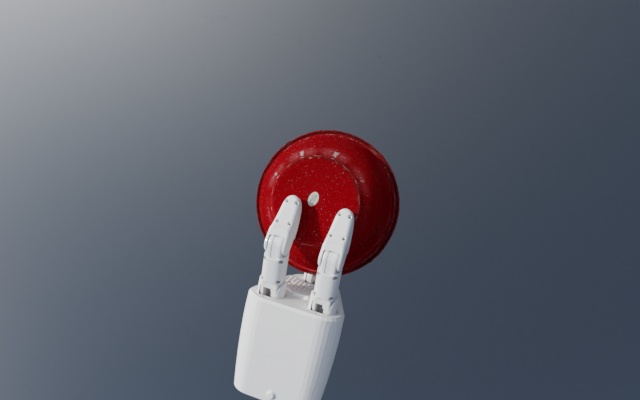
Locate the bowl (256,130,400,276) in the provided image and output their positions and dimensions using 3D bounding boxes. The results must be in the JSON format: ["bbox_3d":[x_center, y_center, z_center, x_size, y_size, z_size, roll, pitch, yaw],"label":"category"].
[{"bbox_3d":[0.000,0.000,0.501,0.162,0.162,0.055,0,-2,13],"label":"bowl"}]
